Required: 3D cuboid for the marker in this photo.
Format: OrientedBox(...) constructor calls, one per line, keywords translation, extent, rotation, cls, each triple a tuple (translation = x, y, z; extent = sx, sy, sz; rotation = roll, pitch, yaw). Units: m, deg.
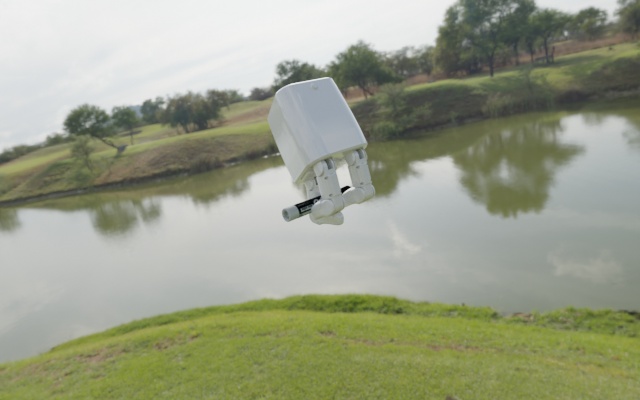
OrientedBox(translation=(0.000, 0.002, 0.656), extent=(0.121, 0.020, 0.020), rotation=(-21, 13, -37), cls="marker")
